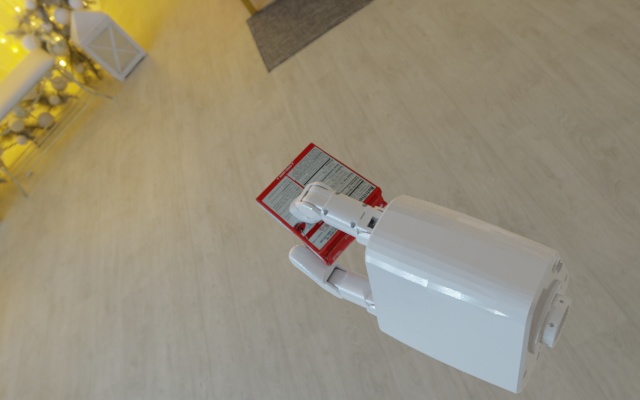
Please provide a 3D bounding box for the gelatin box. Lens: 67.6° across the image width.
[{"bbox_3d":[0.000,0.001,0.408,0.089,0.073,0.030,37,-10,33],"label":"gelatin box"}]
